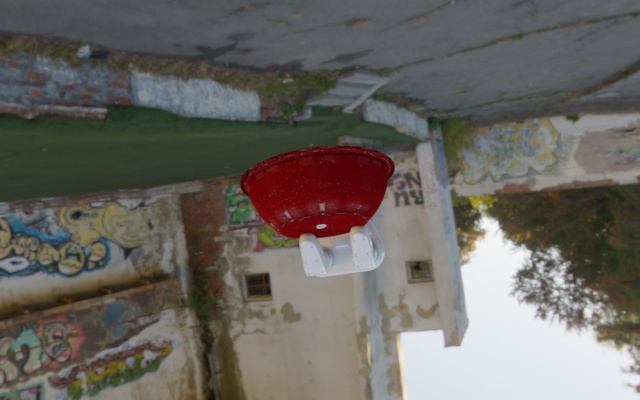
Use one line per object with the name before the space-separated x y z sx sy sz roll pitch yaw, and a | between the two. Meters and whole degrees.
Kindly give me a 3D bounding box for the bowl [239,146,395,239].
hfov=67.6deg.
bowl | 0.000 0.002 0.489 0.162 0.055 0.162 -6 -18 -2
